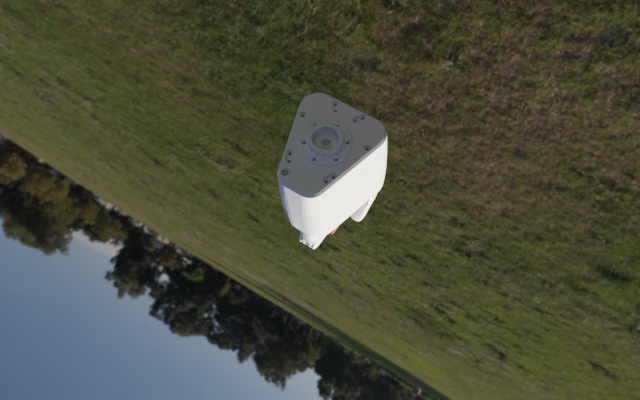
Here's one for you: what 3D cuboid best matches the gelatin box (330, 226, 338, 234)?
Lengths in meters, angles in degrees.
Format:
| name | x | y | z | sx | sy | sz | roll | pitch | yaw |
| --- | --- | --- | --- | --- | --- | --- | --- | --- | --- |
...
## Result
| name | x | y | z | sx | sy | sz | roll | pitch | yaw |
| --- | --- | --- | --- | --- | --- | --- | --- | --- | --- |
| gelatin box | 0.000 | 0.002 | 0.614 | 0.073 | 0.030 | 0.089 | 33 | -23 | 1 |
